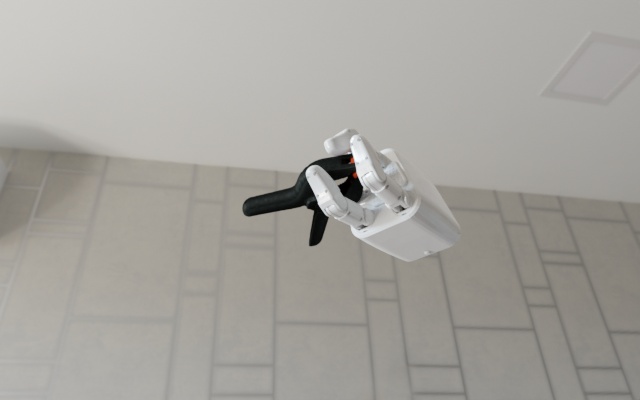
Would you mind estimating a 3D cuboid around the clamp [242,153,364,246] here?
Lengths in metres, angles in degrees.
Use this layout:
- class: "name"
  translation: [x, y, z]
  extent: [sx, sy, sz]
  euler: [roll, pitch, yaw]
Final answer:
- class: "clamp"
  translation: [0.000, 0.001, 0.590]
  extent: [0.171, 0.039, 0.120]
  euler: [-27, -42, 33]
